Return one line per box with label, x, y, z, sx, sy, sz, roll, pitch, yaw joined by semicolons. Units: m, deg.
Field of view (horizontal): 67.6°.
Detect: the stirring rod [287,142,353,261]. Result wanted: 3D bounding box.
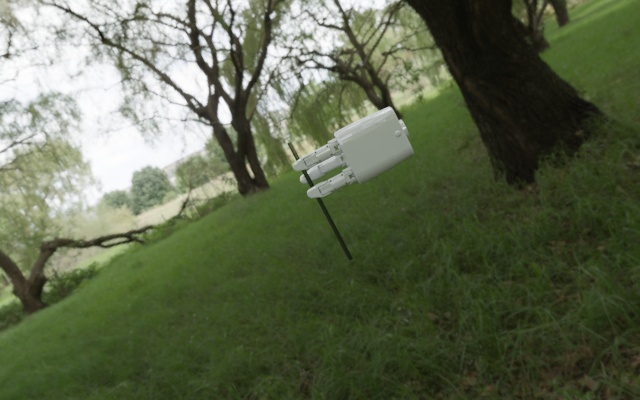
stirring rod;0.000;0.003;0.862;0.011;0.239;0.011;-27;7;4
